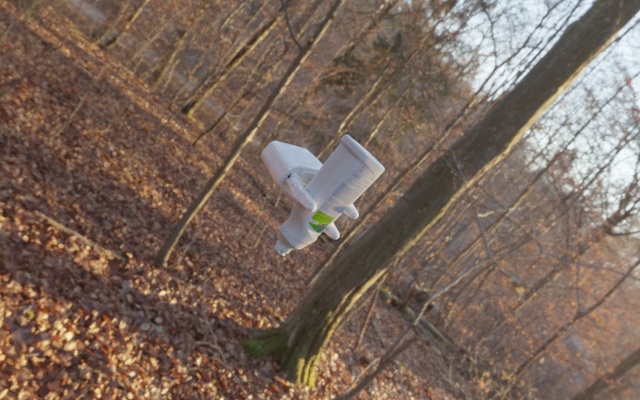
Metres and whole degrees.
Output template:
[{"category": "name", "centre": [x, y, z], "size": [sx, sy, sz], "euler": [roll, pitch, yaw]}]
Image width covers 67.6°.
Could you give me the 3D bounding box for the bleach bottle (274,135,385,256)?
[{"category": "bleach bottle", "centre": [0.000, 0.003, 0.882], "size": [0.103, 0.251, 0.068], "euler": [32, 15, -47]}]
